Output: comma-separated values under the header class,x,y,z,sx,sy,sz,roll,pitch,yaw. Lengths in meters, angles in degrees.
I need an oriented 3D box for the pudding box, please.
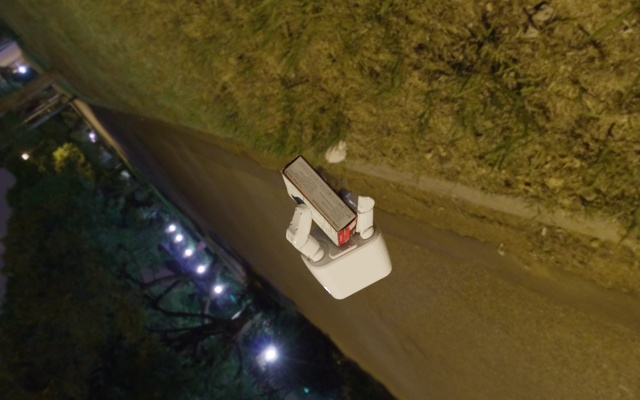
class,x,y,z,sx,sy,sz,roll,pitch,yaw
pudding box,0.000,0.002,0.628,0.039,0.113,0.090,-42,-13,-10
